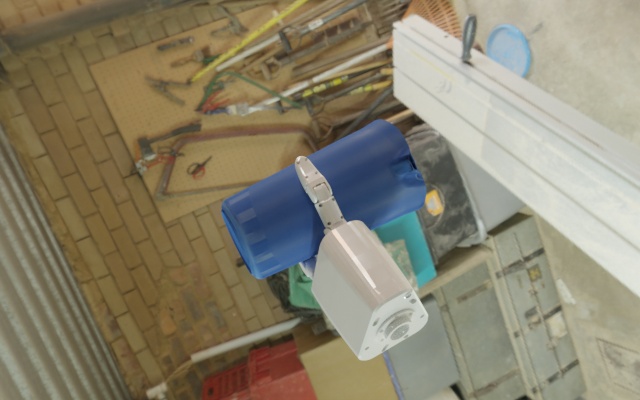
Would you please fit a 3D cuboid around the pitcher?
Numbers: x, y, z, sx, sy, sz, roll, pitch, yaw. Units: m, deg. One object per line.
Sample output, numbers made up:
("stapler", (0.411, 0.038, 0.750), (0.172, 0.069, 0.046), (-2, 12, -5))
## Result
("pitcher", (0.000, 0.002, 0.625), (0.243, 0.149, 0.145), (-26, 50, -15))
